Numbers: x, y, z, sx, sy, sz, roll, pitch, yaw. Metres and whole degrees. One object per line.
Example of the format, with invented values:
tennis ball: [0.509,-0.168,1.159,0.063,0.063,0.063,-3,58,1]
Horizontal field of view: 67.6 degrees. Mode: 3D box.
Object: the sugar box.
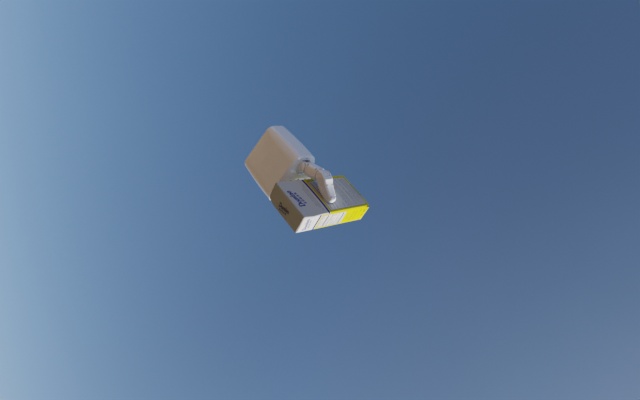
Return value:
sugar box: [0.000,0.003,0.886,0.176,0.048,0.093,-10,50,-42]
